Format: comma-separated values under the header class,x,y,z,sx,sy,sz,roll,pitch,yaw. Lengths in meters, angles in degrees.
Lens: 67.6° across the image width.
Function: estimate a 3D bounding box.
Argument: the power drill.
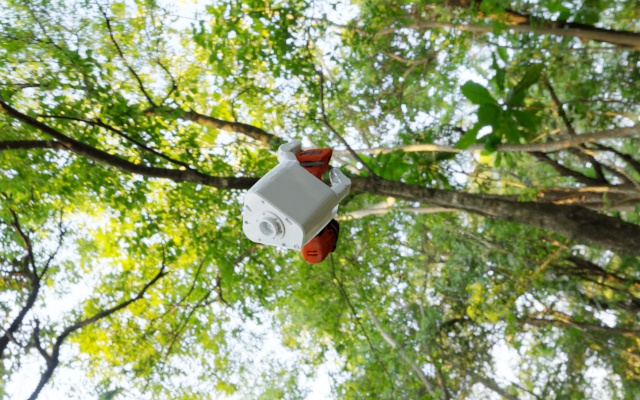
class,x,y,z,sx,sy,sz,roll,pitch,yaw
power drill,0.000,0.002,0.861,0.057,0.188,0.184,-4,12,10
